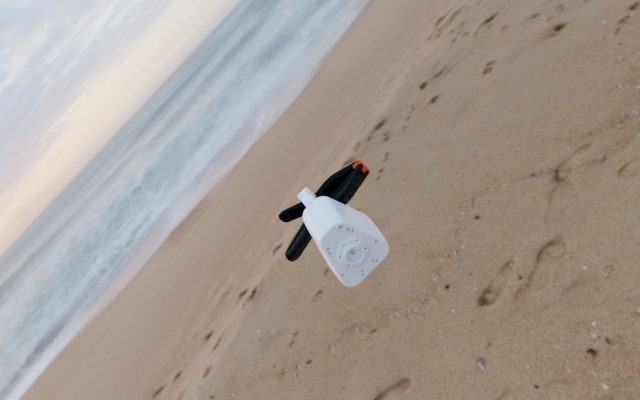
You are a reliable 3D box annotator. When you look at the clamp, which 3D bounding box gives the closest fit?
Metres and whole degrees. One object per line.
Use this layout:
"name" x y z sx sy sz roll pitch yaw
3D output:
"clamp" 0.000 0.002 0.877 0.036 0.210 0.164 43 4 -25
